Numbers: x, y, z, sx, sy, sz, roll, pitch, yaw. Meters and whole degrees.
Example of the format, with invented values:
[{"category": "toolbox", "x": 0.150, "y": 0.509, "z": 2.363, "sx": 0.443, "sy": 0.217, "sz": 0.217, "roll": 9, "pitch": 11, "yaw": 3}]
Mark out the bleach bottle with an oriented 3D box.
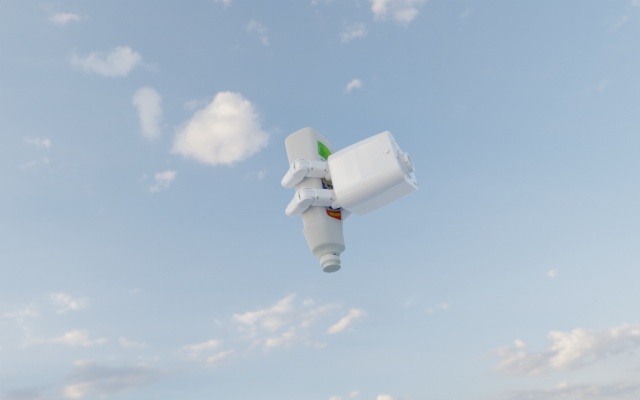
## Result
[{"category": "bleach bottle", "x": 0.000, "y": 0.003, "z": 0.787, "sx": 0.068, "sy": 0.250, "sz": 0.103, "roll": -24, "pitch": -35, "yaw": 19}]
